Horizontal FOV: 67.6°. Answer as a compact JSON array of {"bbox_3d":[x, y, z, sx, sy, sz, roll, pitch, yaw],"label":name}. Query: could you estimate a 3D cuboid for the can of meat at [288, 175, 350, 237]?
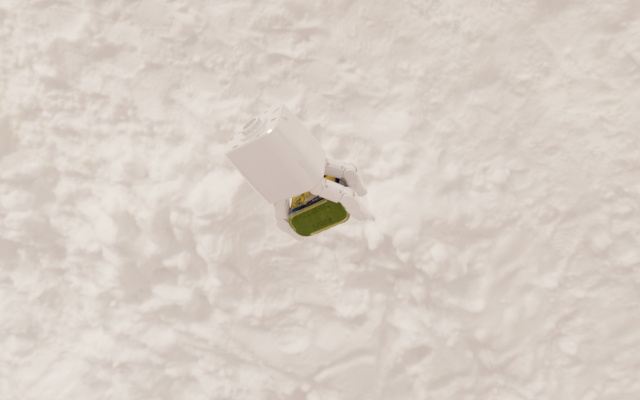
[{"bbox_3d":[0.000,0.003,0.756,0.102,0.057,0.084,-25,31,21],"label":"can of meat"}]
